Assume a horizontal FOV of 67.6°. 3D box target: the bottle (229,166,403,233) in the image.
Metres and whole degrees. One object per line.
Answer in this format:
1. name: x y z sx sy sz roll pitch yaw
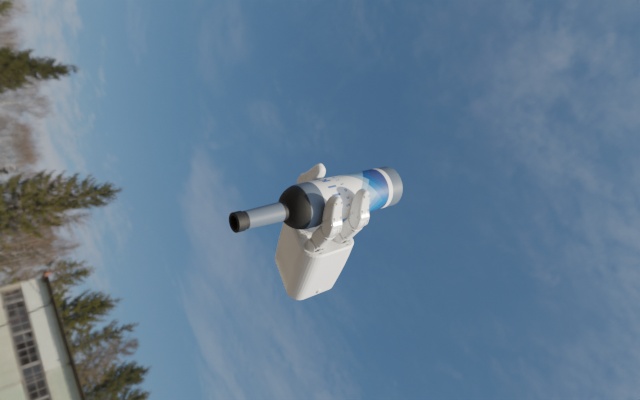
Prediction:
1. bottle: 0.000 0.002 0.709 0.295 0.069 0.069 -13 8 -38
